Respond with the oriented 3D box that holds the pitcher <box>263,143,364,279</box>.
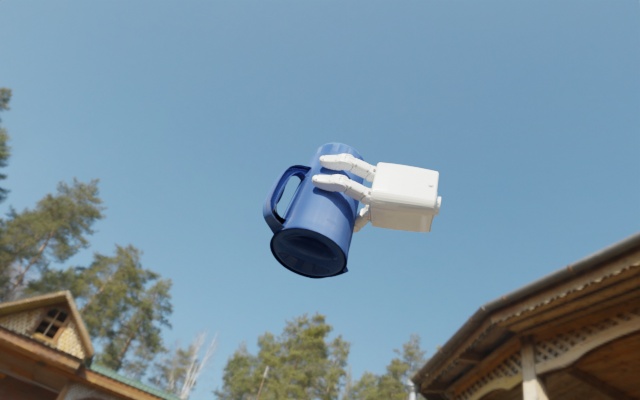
[{"bbox_3d":[0.000,0.003,0.856,0.145,0.242,0.149,7,-43,13],"label":"pitcher"}]
